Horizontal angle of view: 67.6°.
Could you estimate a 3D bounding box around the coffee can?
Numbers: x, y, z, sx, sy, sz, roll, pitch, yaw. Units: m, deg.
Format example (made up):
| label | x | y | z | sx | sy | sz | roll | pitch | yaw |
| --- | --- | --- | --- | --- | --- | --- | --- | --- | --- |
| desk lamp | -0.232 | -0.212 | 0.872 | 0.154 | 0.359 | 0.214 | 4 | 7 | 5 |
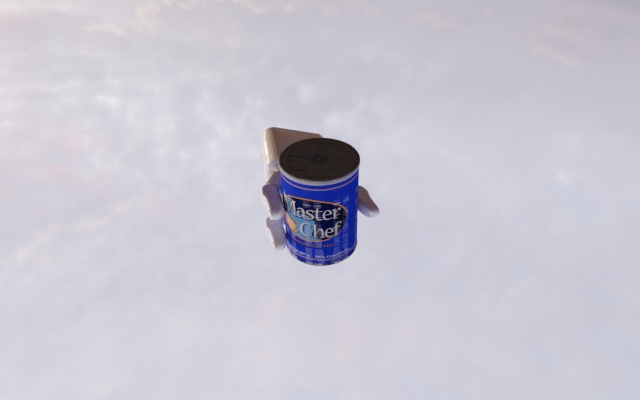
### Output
| label | x | y | z | sx | sy | sz | roll | pitch | yaw |
| --- | --- | --- | --- | --- | --- | --- | --- | --- | --- |
| coffee can | 0.000 | 0.002 | 0.638 | 0.103 | 0.140 | 0.102 | -1 | 37 | 1 |
